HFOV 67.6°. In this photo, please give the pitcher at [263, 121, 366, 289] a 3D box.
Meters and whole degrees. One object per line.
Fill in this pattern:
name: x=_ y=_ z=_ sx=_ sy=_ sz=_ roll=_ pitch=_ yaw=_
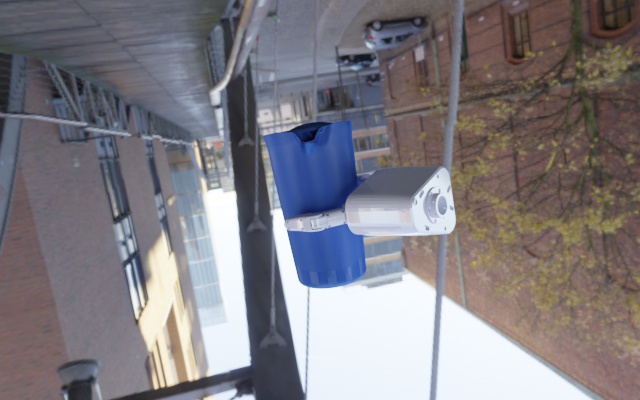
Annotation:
pitcher: x=0.000 y=0.002 z=0.738 sx=0.145 sy=0.243 sz=0.149 roll=-2 pitch=10 yaw=44
